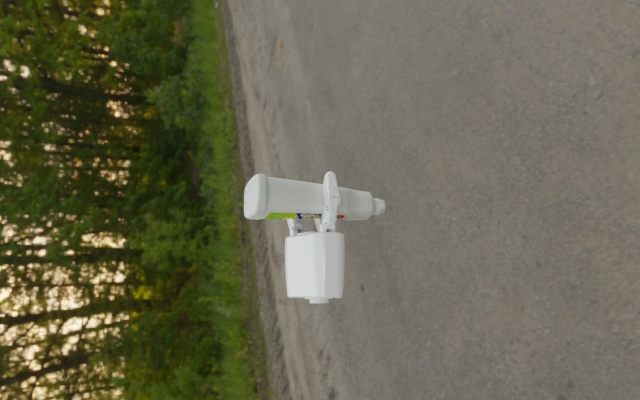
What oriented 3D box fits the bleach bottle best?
[{"bbox_3d":[0.000,0.003,0.831,0.251,0.068,0.102,4,-12,-21],"label":"bleach bottle"}]
